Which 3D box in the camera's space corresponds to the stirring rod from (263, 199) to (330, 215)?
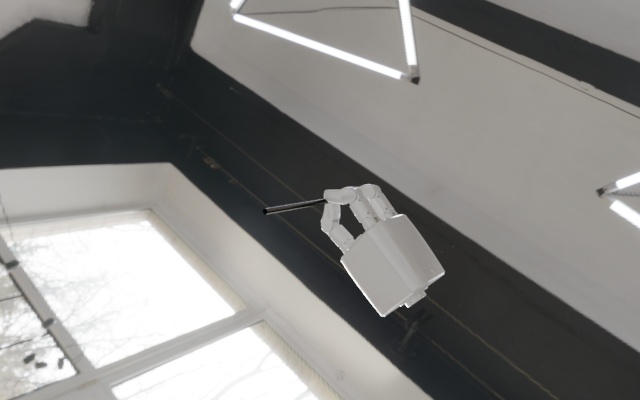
[{"bbox_3d":[0.000,0.002,0.699,0.011,0.011,0.239,0,6,36],"label":"stirring rod"}]
